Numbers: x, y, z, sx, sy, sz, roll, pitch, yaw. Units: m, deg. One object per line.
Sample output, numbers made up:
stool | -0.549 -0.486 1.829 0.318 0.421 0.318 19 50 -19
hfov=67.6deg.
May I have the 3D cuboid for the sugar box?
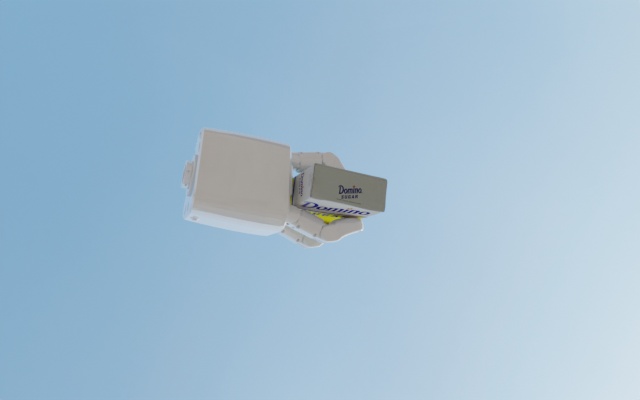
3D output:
sugar box | 0.000 0.002 0.600 0.093 0.048 0.176 11 -12 -20
